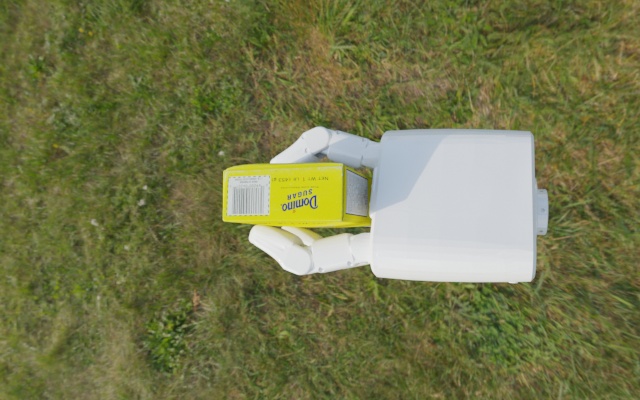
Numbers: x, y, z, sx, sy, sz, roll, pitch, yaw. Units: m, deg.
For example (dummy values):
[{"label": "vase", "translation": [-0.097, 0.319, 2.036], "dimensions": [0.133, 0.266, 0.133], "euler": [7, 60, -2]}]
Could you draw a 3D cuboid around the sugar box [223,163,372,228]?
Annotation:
[{"label": "sugar box", "translation": [0.000, 0.002, 0.409], "dimensions": [0.093, 0.048, 0.176], "euler": [0, -6, 19]}]
